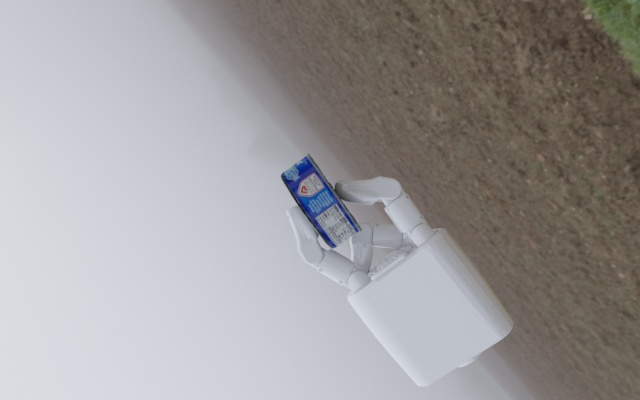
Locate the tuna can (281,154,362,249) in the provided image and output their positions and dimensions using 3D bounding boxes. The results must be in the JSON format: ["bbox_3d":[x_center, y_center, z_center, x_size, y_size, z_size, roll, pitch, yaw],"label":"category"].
[{"bbox_3d":[0.000,0.002,0.439,0.034,0.086,0.086,-35,-1,1],"label":"tuna can"}]
